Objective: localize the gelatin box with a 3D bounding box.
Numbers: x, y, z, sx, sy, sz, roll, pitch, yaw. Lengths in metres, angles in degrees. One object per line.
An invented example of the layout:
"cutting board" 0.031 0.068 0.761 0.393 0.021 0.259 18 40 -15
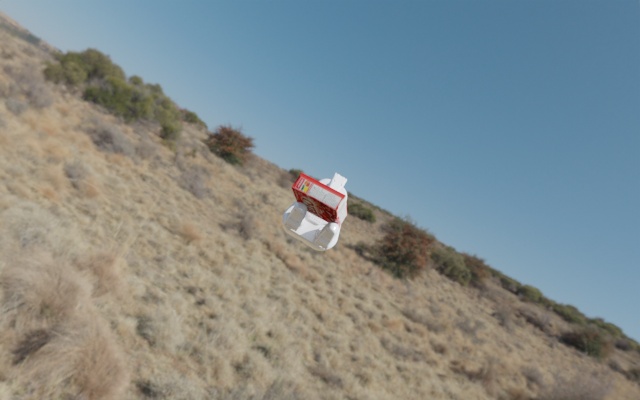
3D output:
"gelatin box" 0.000 0.002 0.694 0.073 0.030 0.089 28 -15 13
